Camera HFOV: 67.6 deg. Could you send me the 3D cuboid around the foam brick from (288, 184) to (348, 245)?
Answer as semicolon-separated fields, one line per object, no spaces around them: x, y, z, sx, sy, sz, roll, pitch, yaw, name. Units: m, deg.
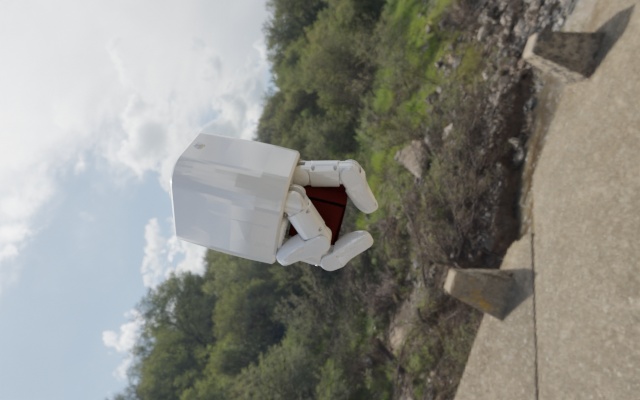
0.000;0.002;0.513;0.051;0.053;0.078;13;30;0;foam brick
